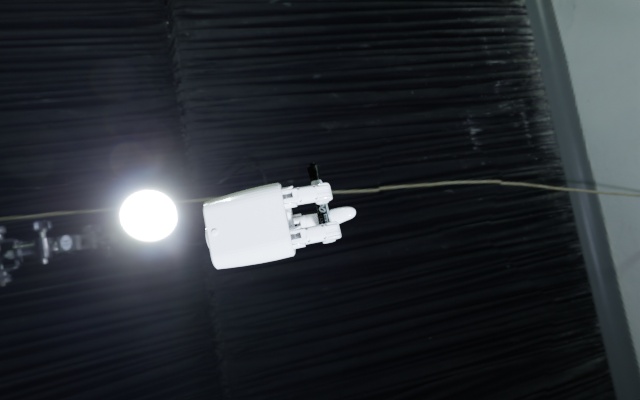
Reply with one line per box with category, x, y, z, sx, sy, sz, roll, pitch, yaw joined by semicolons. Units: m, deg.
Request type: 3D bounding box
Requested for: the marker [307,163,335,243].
marker;0.000;0.002;0.703;0.020;0.121;0.020;-12;-11;-2
